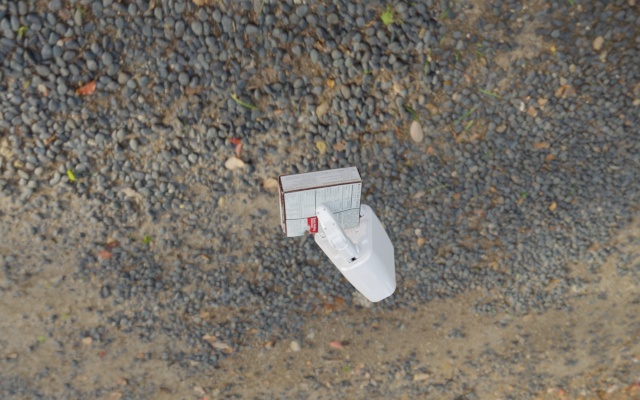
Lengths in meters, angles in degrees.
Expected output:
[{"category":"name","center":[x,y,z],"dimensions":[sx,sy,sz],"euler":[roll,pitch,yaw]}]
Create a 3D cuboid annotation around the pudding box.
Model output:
[{"category":"pudding box","center":[0.000,0.002,0.663],"dimensions":[0.113,0.090,0.039],"euler":[-9,43,-10]}]
